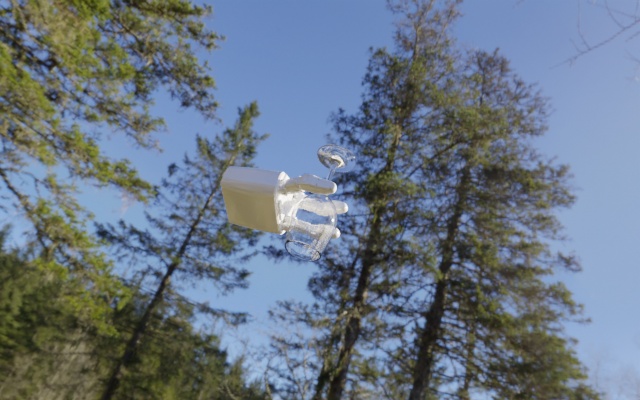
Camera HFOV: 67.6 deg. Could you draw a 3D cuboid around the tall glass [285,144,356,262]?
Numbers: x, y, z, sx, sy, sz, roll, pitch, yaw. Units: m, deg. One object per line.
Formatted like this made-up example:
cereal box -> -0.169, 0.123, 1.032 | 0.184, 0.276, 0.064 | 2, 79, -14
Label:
tall glass -> 0.000, 0.002, 0.814 | 0.079, 0.201, 0.079 | 14, -33, 9
